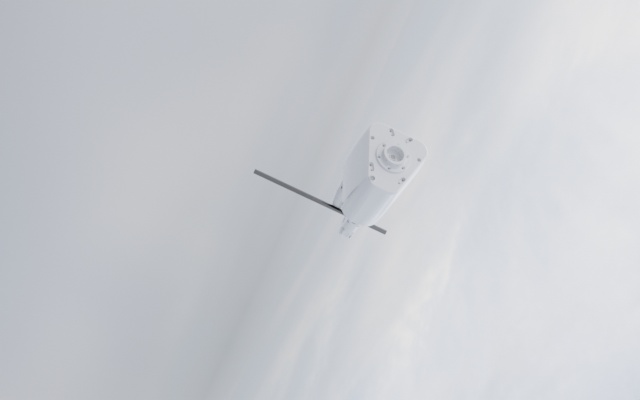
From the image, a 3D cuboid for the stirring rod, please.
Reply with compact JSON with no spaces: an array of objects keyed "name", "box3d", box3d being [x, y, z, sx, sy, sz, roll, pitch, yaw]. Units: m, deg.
[{"name":"stirring rod","box3d":[0.000,0.003,0.790,0.239,0.011,0.011,25,-1,-3]}]
